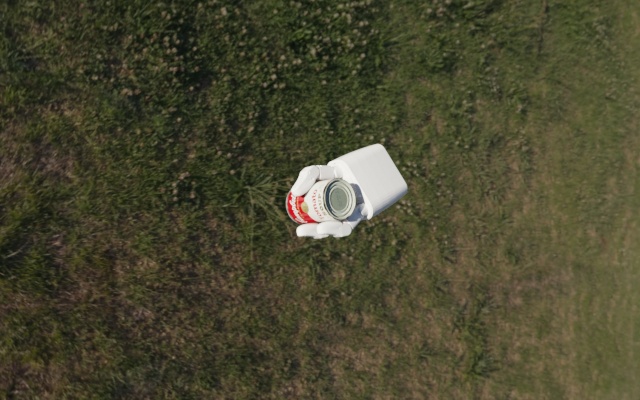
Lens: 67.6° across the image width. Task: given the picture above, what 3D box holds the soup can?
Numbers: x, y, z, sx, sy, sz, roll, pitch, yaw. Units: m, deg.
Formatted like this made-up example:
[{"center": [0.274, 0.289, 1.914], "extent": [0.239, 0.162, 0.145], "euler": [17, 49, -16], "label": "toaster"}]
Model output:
[{"center": [0.000, 0.003, 0.778], "extent": [0.068, 0.068, 0.102], "euler": [0, -5, -38], "label": "soup can"}]
